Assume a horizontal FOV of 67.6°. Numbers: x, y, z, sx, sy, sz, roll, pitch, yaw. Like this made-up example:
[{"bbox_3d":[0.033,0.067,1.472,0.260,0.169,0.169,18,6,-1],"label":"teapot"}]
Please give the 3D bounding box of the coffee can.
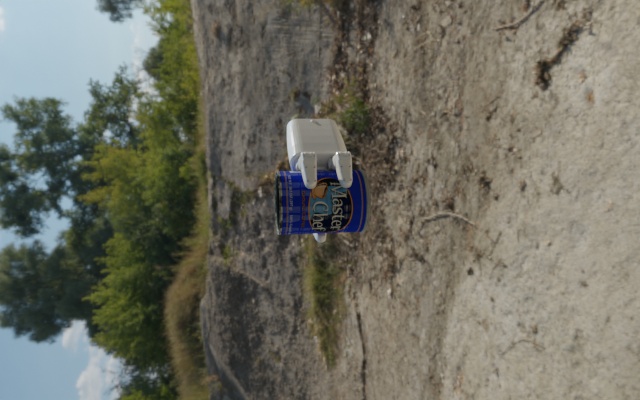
[{"bbox_3d":[0.000,0.003,0.767,0.140,0.103,0.103,-1,0,-10],"label":"coffee can"}]
